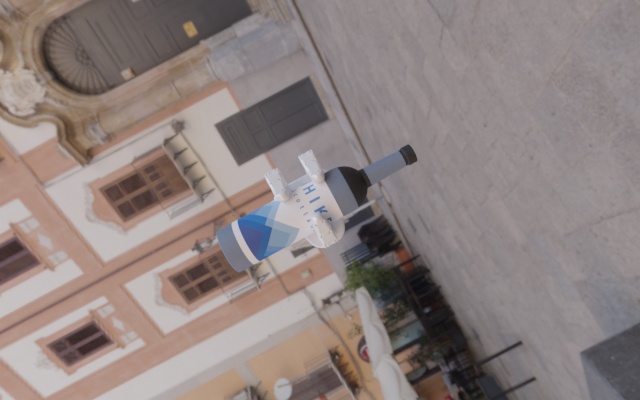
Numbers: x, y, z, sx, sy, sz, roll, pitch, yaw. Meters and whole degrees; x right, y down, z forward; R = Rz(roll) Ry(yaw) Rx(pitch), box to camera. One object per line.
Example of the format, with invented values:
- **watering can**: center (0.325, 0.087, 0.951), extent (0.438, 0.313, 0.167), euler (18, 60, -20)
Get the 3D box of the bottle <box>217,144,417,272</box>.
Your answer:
- **bottle**: center (0.000, 0.002, 0.672), extent (0.296, 0.069, 0.069), euler (-28, 0, 0)
